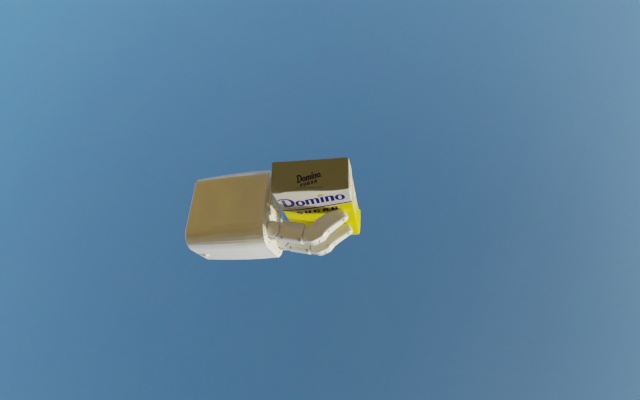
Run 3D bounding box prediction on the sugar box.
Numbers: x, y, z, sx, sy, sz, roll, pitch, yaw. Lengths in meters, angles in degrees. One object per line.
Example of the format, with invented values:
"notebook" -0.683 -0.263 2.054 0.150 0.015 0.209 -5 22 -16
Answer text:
"sugar box" 0.000 0.003 0.621 0.093 0.048 0.176 -3 -19 8
